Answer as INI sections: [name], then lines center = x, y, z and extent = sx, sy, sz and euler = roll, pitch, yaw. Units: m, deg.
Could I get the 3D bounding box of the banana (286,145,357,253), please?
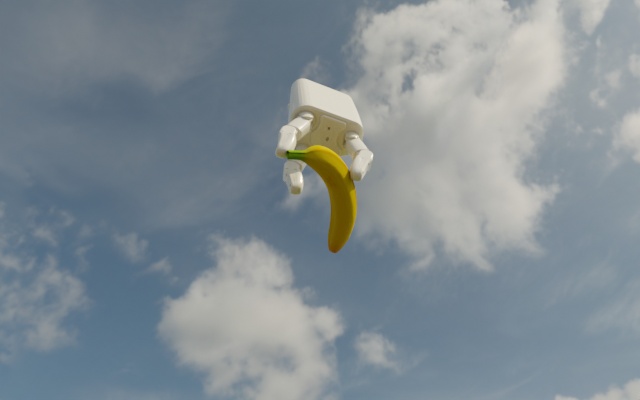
[banana]
center = 0.017, -0.006, 0.665
extent = 0.069, 0.198, 0.037
euler = -19, 38, 6
